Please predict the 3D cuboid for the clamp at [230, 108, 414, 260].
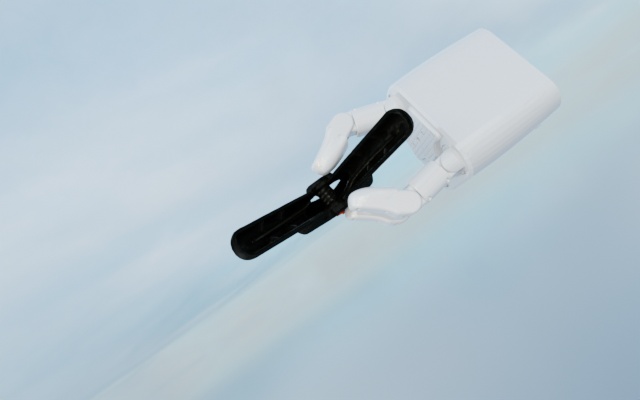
[{"bbox_3d":[0.000,0.001,0.438,0.164,0.036,0.210,-36,-7,-6],"label":"clamp"}]
